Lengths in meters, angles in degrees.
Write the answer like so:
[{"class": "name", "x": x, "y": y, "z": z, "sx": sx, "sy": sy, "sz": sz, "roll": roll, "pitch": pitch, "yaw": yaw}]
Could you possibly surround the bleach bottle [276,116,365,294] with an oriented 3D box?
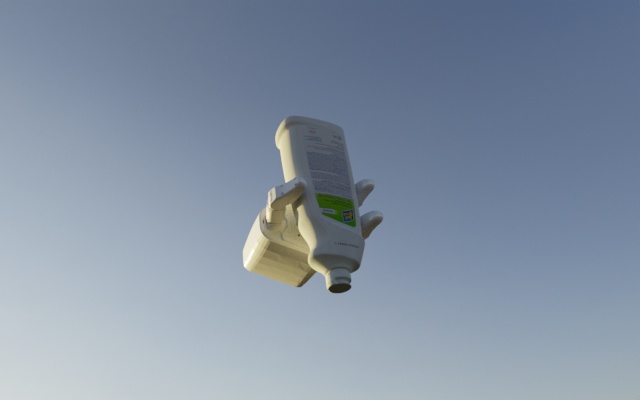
[{"class": "bleach bottle", "x": 0.000, "y": 0.002, "z": 0.637, "sx": 0.102, "sy": 0.250, "sz": 0.068, "roll": 8, "pitch": -38, "yaw": -22}]
